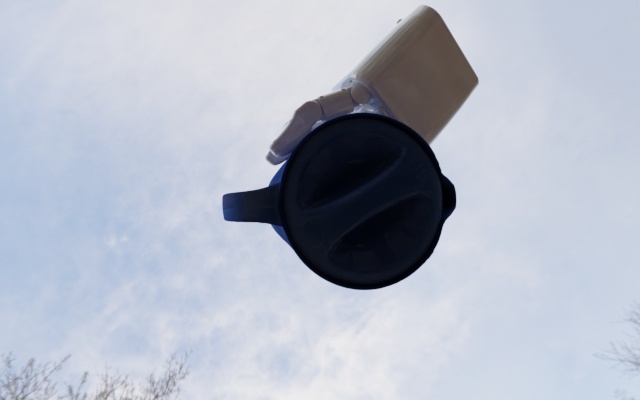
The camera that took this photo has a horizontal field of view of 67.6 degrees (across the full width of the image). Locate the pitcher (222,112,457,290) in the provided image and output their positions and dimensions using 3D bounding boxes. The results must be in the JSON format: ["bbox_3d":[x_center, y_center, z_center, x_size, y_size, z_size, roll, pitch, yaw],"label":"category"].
[{"bbox_3d":[0.000,0.001,0.466,0.149,0.145,0.243,41,-9,-9],"label":"pitcher"}]
